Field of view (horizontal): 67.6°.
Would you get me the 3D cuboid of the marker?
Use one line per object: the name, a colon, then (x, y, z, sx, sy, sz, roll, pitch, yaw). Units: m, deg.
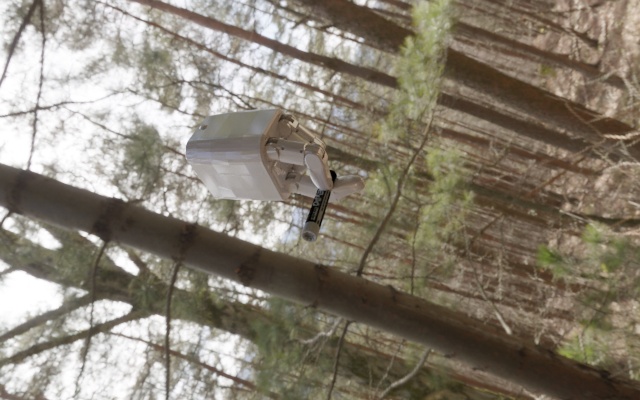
marker: (0.000, 0.002, 0.579, 0.020, 0.020, 0.121, 0, 40, 16)
